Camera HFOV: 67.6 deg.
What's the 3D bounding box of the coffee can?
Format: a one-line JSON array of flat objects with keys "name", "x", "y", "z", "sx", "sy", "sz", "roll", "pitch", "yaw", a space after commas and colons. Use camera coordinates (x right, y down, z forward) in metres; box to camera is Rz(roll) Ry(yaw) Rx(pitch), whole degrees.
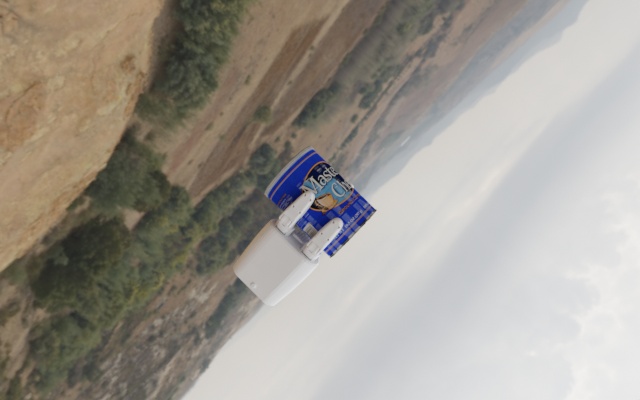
[{"name": "coffee can", "x": 0.000, "y": 0.002, "z": 0.726, "sx": 0.140, "sy": 0.103, "sz": 0.103, "roll": 44, "pitch": 3, "yaw": 4}]
